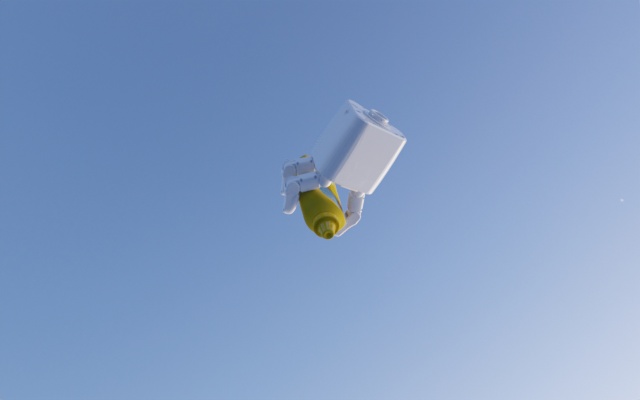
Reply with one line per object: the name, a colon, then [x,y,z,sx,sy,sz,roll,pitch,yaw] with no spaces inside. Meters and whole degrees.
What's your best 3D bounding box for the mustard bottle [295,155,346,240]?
mustard bottle: [0.000,0.003,0.780,0.058,0.096,0.191,-34,29,11]
